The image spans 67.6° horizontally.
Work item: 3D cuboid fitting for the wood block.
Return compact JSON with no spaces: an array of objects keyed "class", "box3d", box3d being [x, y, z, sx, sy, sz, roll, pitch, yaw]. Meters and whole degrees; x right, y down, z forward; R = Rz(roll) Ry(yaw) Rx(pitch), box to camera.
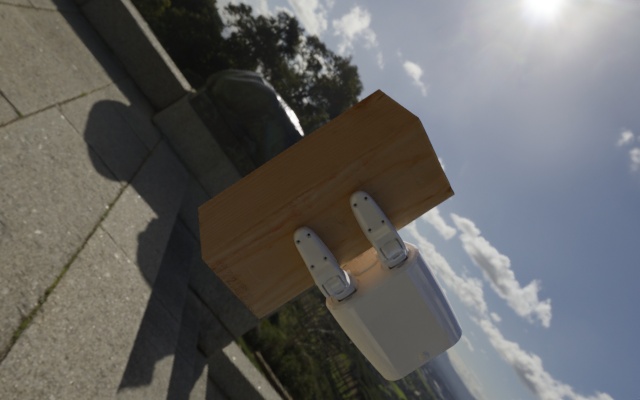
[{"class":"wood block","box3d":[0.000,0.002,0.438,0.206,0.090,0.090,-33,31,2]}]
